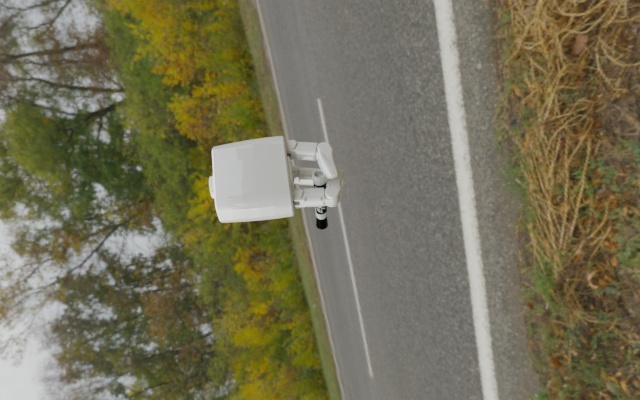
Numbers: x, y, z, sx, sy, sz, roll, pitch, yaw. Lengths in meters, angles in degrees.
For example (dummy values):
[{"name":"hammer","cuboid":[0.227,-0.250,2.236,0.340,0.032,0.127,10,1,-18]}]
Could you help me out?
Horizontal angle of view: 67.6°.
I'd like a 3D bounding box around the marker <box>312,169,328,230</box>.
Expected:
[{"name":"marker","cuboid":[0.000,0.002,0.707,0.020,0.020,0.121,0,-41,3]}]
